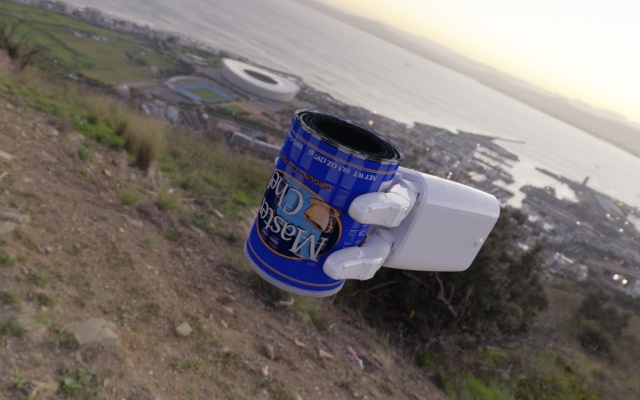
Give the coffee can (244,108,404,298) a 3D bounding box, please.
[{"bbox_3d":[0.000,0.001,0.436,0.103,0.140,0.102,20,22,-8],"label":"coffee can"}]
